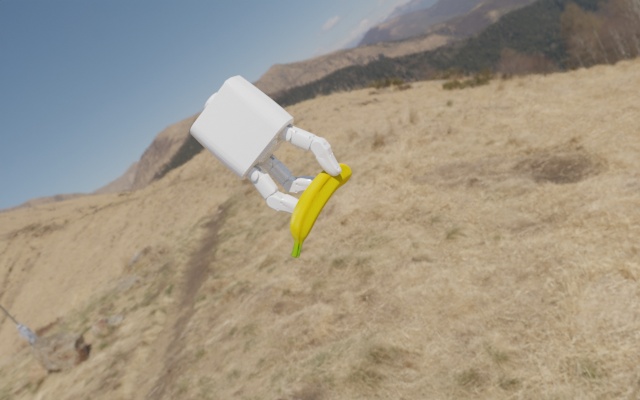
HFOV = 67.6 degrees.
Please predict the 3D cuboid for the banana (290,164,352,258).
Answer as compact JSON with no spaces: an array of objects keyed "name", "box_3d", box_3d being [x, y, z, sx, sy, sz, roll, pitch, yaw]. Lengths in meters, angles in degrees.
[{"name":"banana","box_3d":[0.001,-0.008,0.705,0.037,0.070,0.197,26,49,12]}]
